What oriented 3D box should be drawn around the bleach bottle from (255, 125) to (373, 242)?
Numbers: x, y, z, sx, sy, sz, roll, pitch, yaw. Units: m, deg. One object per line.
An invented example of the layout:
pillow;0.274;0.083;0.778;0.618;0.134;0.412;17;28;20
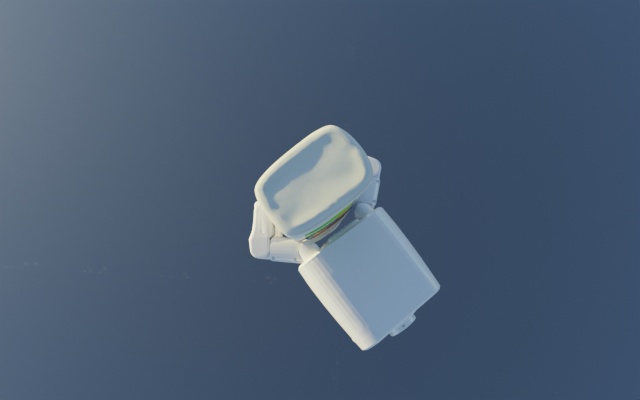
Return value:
bleach bottle;0.000;0.002;0.520;0.102;0.068;0.251;-37;-9;-2
